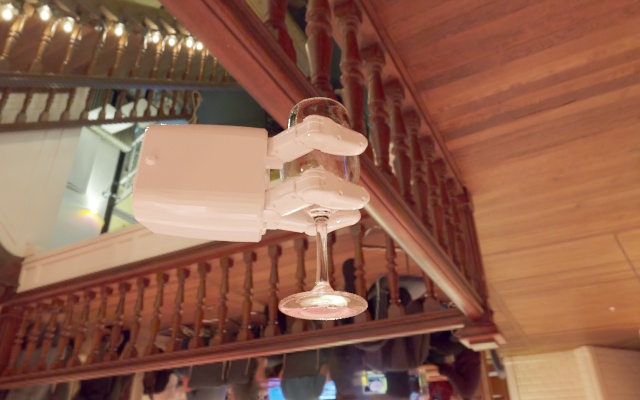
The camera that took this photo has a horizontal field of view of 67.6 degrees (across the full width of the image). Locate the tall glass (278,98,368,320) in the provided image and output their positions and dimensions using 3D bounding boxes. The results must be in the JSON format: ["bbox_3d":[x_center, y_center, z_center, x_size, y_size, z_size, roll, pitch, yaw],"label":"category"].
[{"bbox_3d":[0.000,0.002,0.443,0.079,0.201,0.079,-1,-29,0],"label":"tall glass"}]
